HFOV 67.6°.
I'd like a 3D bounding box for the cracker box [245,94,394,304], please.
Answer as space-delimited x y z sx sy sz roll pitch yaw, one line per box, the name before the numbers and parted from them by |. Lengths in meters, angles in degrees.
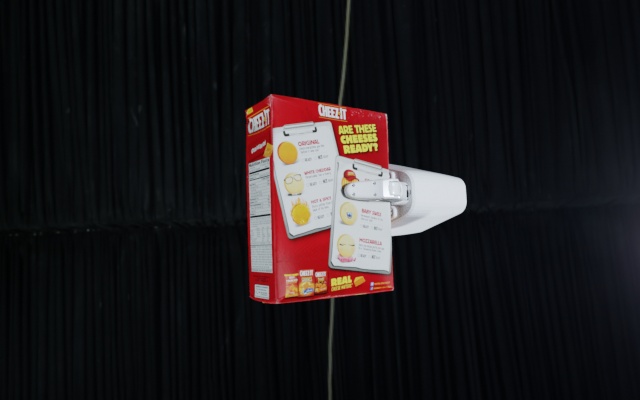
cracker box | 0.000 0.002 0.547 0.164 0.213 0.072 1 -6 -36
